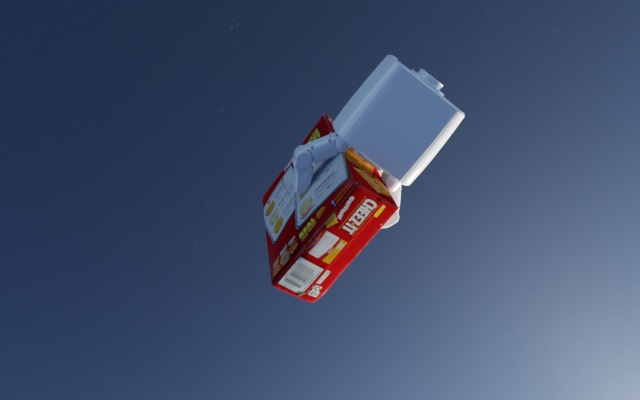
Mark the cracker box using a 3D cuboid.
[{"bbox_3d":[0.000,0.002,0.627,0.072,0.164,0.213,30,21,-24],"label":"cracker box"}]
